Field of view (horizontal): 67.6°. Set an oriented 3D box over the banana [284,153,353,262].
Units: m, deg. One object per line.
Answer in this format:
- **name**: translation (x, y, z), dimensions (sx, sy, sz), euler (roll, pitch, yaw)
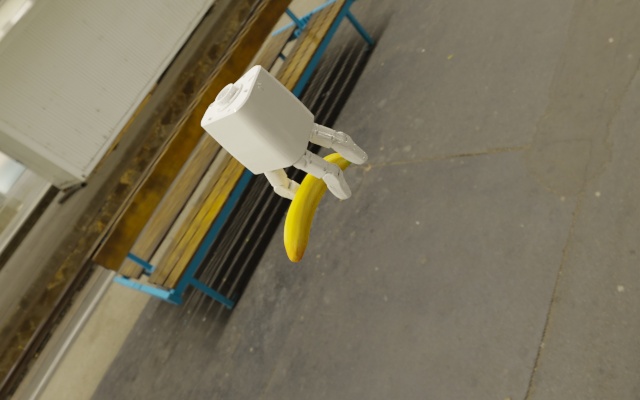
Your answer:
- **banana**: translation (-0.010, -0.001, 0.696), dimensions (0.069, 0.197, 0.037), euler (3, -33, 51)
